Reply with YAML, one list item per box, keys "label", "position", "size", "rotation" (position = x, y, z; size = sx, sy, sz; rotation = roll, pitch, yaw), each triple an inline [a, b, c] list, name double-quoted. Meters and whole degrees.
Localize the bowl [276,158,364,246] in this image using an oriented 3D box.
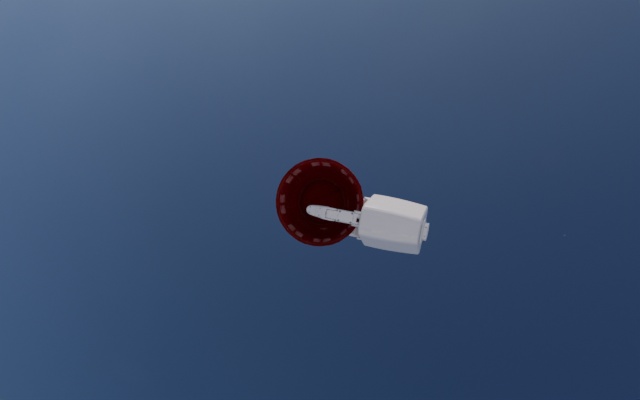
- label: "bowl"
  position: [-0.001, 0.002, 0.894]
  size: [0.162, 0.162, 0.055]
  rotation: [0, 0, 5]
